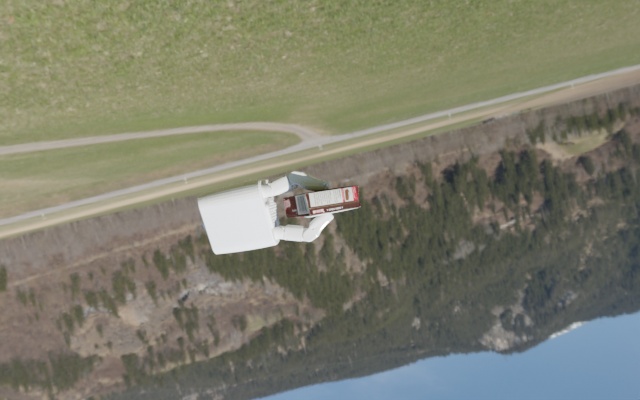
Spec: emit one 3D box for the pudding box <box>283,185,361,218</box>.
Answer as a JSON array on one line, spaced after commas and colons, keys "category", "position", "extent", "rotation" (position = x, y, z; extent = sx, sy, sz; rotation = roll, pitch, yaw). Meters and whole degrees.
[{"category": "pudding box", "position": [0.000, 0.003, 0.769], "extent": [0.090, 0.039, 0.113], "rotation": [-10, 2, -22]}]
